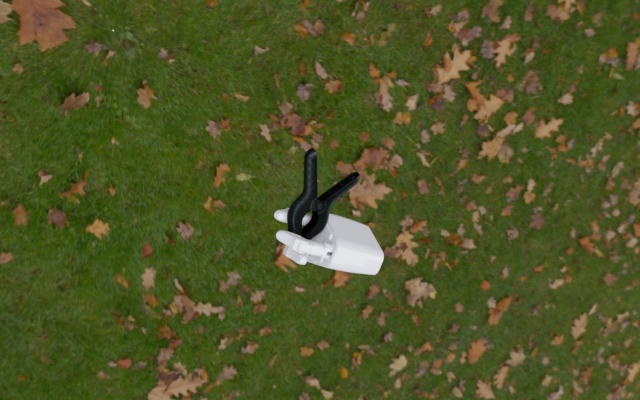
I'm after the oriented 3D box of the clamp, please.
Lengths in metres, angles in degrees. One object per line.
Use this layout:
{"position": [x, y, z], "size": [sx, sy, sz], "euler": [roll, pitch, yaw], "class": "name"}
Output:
{"position": [0.000, 0.003, 0.841], "size": [0.120, 0.171, 0.039], "euler": [16, 12, -28], "class": "clamp"}
